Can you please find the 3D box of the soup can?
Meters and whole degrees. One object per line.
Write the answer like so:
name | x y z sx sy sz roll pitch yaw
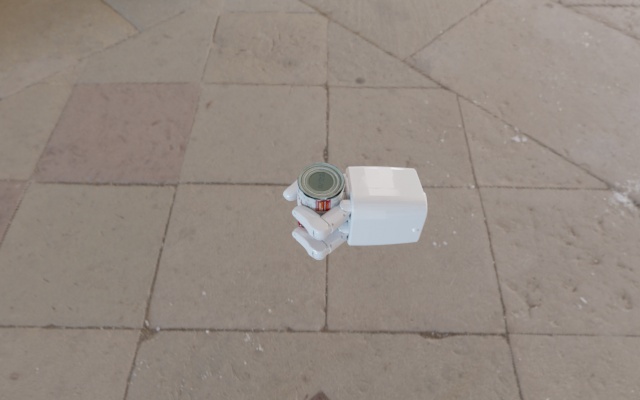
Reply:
soup can | 0.000 0.002 0.695 0.068 0.068 0.102 0 -37 -1
